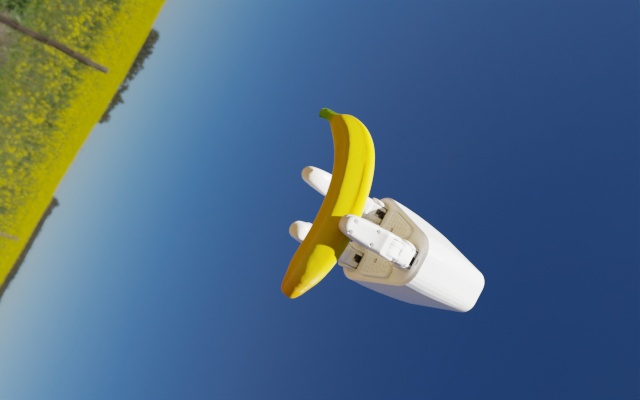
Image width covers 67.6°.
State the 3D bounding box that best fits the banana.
[{"bbox_3d":[0.014,-0.004,0.445,0.069,0.197,0.037,-10,-32,45],"label":"banana"}]
